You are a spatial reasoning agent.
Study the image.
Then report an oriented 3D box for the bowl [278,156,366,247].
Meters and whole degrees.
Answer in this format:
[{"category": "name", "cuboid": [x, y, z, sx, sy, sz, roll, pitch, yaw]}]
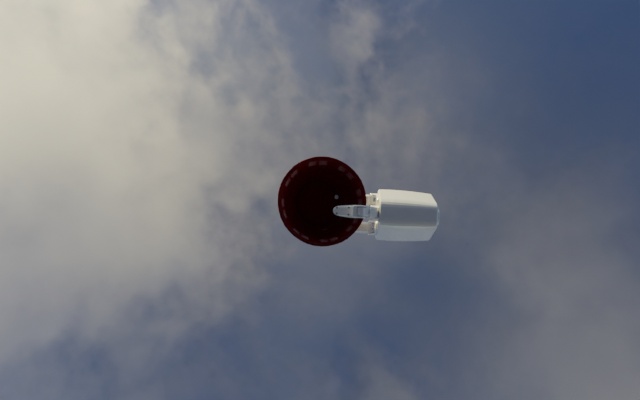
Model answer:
[{"category": "bowl", "cuboid": [-0.001, 0.002, 0.877, 0.162, 0.162, 0.055, 0, -3, -9]}]
